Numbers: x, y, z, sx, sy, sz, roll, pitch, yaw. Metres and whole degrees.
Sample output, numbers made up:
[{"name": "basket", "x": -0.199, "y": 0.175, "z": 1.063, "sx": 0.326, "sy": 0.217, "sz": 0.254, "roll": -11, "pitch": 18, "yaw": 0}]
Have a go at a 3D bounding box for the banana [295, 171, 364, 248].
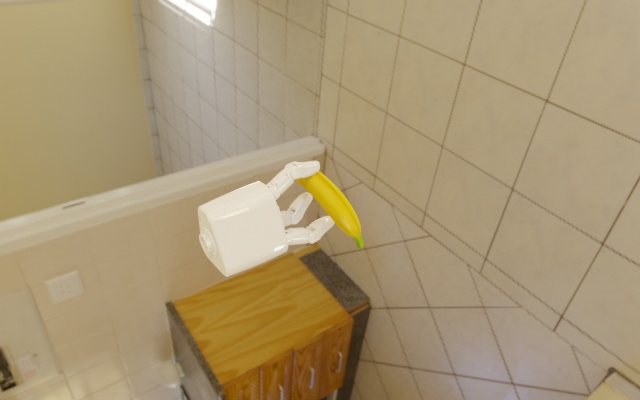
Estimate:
[{"name": "banana", "x": 0.005, "y": -0.006, "z": 0.778, "sx": 0.037, "sy": 0.197, "sz": 0.070, "roll": -26, "pitch": -29, "yaw": -26}]
